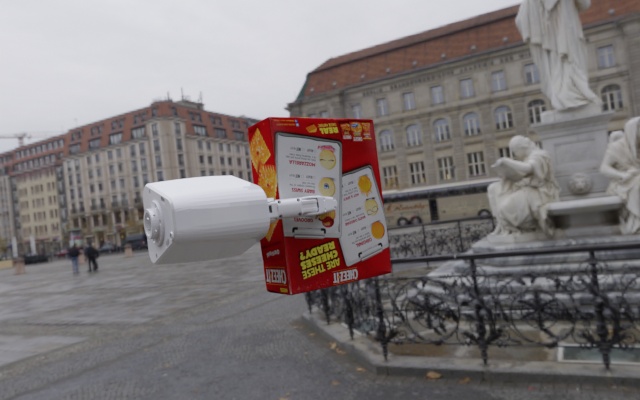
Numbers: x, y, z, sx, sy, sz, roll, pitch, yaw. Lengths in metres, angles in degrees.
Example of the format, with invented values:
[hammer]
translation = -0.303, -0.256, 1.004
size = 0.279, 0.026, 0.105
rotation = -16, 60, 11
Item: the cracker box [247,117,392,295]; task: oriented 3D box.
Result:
[cracker box]
translation = 0.000, 0.002, 0.629
size = 0.164, 0.213, 0.072
rotation = -6, -2, -34
